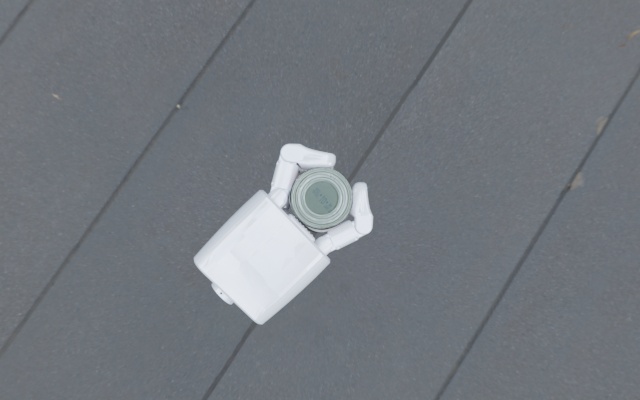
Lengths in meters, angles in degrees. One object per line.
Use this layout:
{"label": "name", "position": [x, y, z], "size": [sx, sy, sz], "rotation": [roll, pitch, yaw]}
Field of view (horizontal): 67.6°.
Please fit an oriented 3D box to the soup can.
{"label": "soup can", "position": [0.001, 0.001, 0.543], "size": [0.068, 0.068, 0.102], "rotation": [0, -5, -1]}
